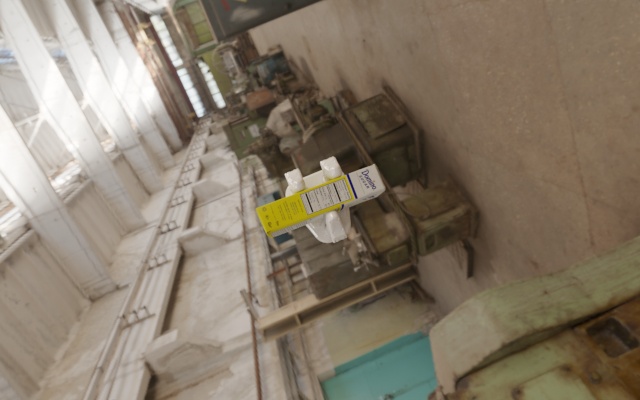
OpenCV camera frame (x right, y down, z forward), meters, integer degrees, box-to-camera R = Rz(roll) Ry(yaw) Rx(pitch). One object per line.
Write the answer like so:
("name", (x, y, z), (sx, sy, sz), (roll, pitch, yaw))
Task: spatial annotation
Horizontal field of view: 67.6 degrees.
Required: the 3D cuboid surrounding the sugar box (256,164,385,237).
("sugar box", (0.000, 0.002, 0.690), (0.176, 0.048, 0.093), (-23, -5, -4))
